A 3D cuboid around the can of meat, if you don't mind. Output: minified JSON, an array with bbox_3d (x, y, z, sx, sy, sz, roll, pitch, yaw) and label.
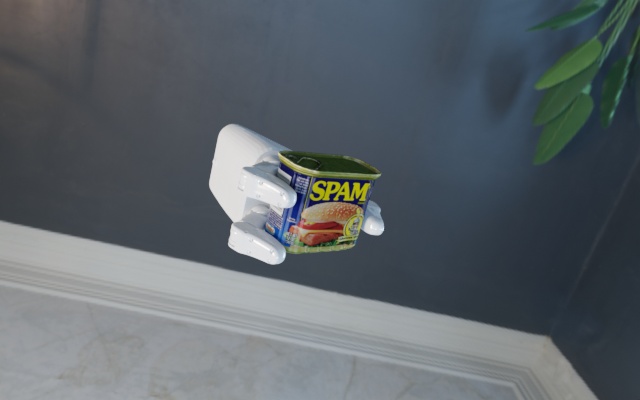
[{"bbox_3d":[0.000,0.002,0.467,0.102,0.084,0.057,1,23,-38],"label":"can of meat"}]
